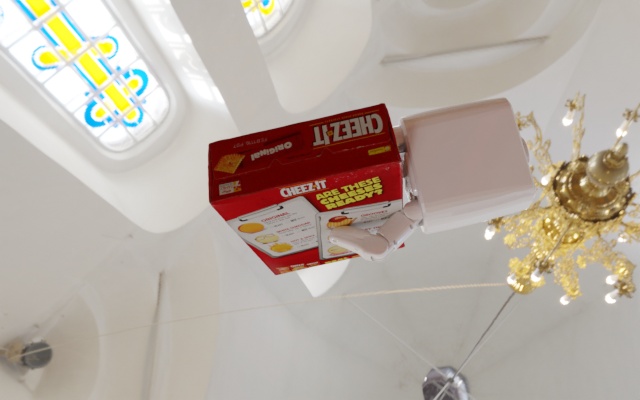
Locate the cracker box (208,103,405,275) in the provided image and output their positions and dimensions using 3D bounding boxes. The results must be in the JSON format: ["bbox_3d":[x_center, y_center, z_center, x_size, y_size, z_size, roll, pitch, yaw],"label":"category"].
[{"bbox_3d":[0.000,0.002,0.494,0.164,0.072,0.214,-13,-27,5],"label":"cracker box"}]
